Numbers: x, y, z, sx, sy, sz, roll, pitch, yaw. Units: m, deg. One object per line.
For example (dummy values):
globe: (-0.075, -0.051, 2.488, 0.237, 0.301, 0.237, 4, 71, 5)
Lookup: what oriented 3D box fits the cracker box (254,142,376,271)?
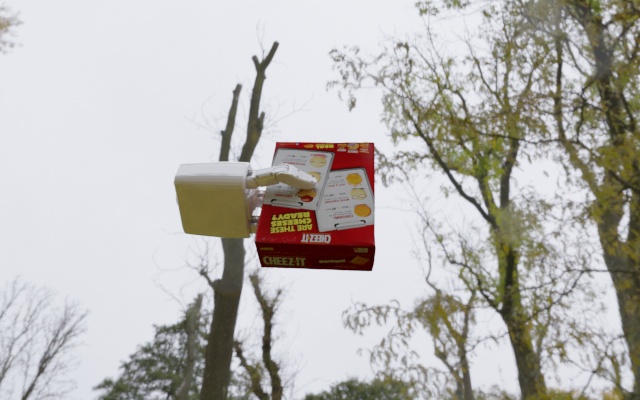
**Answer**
cracker box: (0.000, 0.002, 0.725, 0.164, 0.213, 0.072, 1, -43, 5)
